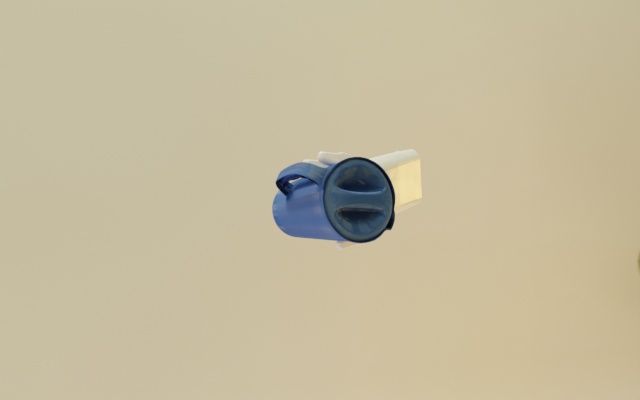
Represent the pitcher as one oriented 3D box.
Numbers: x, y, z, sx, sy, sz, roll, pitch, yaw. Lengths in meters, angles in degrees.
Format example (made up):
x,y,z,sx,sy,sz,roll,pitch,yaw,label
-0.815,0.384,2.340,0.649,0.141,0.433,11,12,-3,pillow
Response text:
x,y,z,sx,sy,sz,roll,pitch,yaw,label
0.000,0.003,0.825,0.145,0.149,0.243,-20,5,-29,pitcher
